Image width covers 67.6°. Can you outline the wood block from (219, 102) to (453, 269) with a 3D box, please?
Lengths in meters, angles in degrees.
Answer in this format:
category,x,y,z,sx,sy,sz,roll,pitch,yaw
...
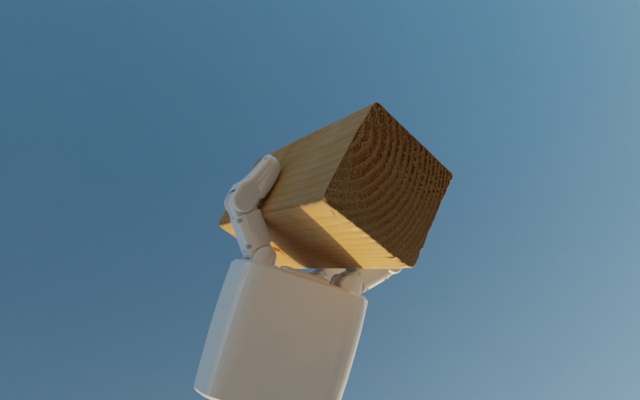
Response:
category,x,y,z,sx,sy,sz,roll,pitch,yaw
wood block,0.000,0.002,0.425,0.091,0.090,0.206,38,-25,-21
